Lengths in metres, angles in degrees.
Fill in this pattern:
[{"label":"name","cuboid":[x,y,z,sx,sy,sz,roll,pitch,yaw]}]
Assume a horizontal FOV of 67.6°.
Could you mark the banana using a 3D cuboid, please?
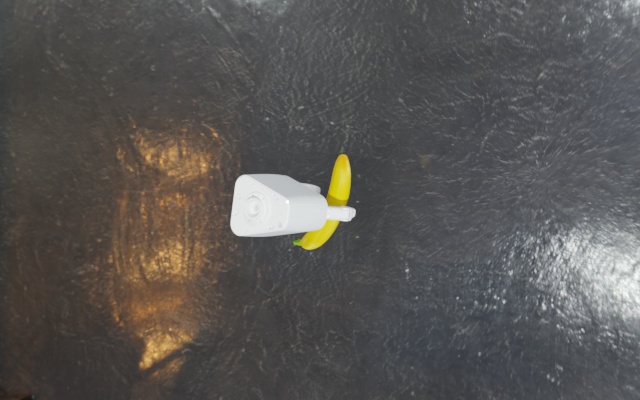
[{"label":"banana","cuboid":[0.011,0.016,0.847,0.069,0.198,0.037,40,20,31]}]
